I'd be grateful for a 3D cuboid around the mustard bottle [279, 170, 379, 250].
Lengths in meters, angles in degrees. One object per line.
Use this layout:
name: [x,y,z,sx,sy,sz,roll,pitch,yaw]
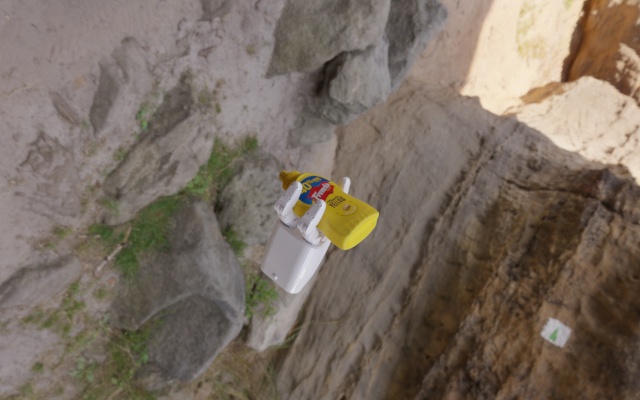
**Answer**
mustard bottle: [0.000,0.003,0.833,0.191,0.058,0.096,35,49,25]
